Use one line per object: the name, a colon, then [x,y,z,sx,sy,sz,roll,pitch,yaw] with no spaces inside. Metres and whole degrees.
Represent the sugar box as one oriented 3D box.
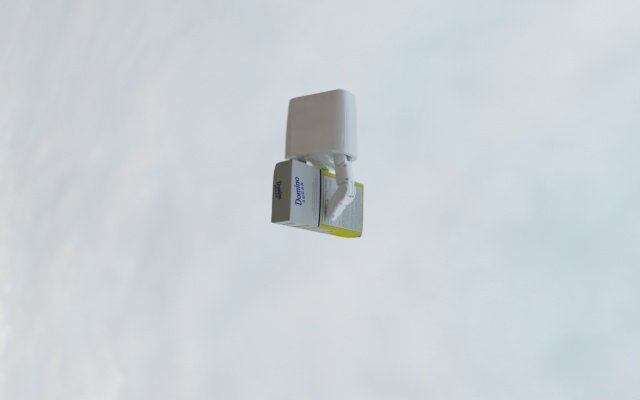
sugar box: [0.000,0.002,0.748,0.048,0.093,0.176,-10,-18,42]
